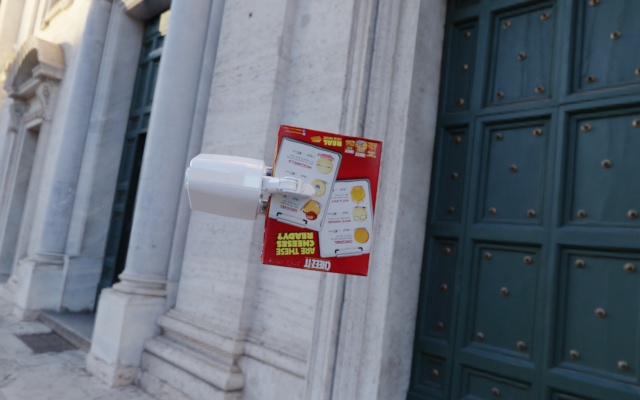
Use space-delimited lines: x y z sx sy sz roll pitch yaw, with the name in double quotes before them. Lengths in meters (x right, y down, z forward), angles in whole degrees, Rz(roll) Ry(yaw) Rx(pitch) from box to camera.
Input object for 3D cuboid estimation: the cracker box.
"cracker box" 0.000 0.002 0.750 0.164 0.213 0.072 8 -7 -8
